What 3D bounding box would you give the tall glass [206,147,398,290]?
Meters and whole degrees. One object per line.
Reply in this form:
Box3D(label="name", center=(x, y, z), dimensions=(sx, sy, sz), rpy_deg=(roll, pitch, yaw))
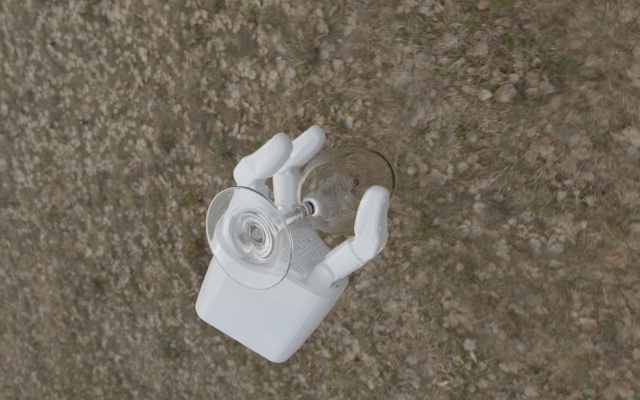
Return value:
Box3D(label="tall glass", center=(0.000, 0.001, 0.405), dimensions=(0.079, 0.079, 0.201), rpy_deg=(0, 15, 32))
